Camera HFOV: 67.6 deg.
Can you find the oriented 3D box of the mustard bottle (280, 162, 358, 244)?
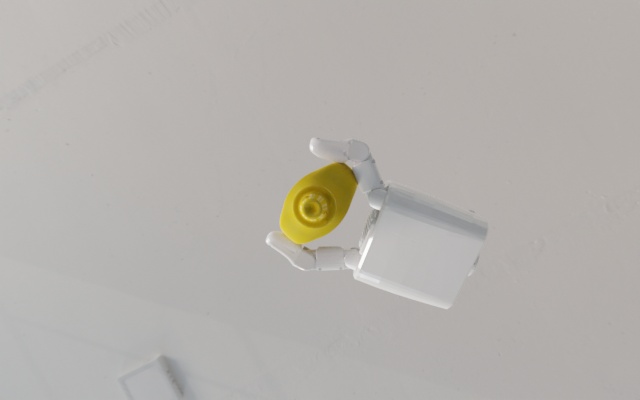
[{"bbox_3d":[0.000,0.001,0.510,0.058,0.096,0.191,44,6,0],"label":"mustard bottle"}]
